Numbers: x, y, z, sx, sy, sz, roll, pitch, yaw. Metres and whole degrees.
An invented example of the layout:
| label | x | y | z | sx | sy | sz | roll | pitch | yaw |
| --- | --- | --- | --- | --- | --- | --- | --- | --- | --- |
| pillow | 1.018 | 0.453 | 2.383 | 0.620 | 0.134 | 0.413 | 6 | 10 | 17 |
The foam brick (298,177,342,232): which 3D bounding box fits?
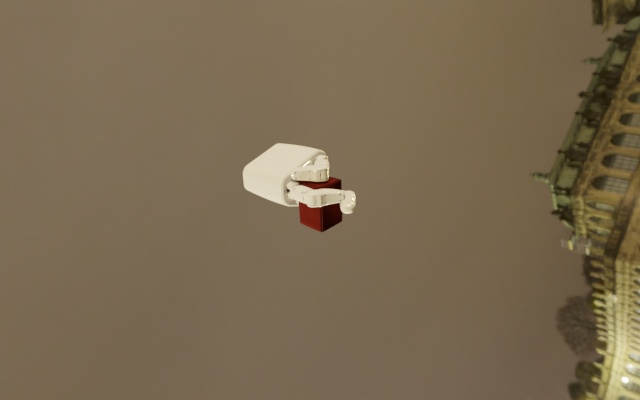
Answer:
| label | x | y | z | sx | sy | sz | roll | pitch | yaw |
| --- | --- | --- | --- | --- | --- | --- | --- | --- | --- |
| foam brick | 0.000 | 0.003 | 0.785 | 0.051 | 0.078 | 0.053 | 17 | 28 | 39 |
